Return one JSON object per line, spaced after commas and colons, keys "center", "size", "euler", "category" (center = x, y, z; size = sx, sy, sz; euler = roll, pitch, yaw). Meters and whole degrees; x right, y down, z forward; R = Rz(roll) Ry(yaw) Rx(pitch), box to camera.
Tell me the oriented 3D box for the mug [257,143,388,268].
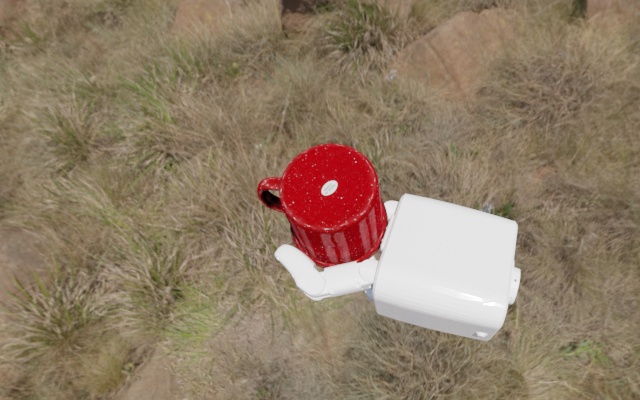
{"center": [-0.001, 0.001, 0.418], "size": [0.117, 0.093, 0.081], "euler": [13, -22, 15], "category": "mug"}
